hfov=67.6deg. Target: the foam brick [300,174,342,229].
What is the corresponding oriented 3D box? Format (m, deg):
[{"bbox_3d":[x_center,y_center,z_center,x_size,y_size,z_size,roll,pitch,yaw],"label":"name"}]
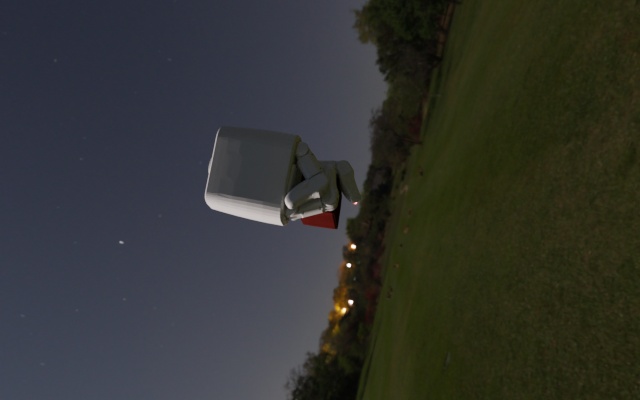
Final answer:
[{"bbox_3d":[0.000,0.002,0.664,0.051,0.053,0.078,6,-19,8],"label":"foam brick"}]
